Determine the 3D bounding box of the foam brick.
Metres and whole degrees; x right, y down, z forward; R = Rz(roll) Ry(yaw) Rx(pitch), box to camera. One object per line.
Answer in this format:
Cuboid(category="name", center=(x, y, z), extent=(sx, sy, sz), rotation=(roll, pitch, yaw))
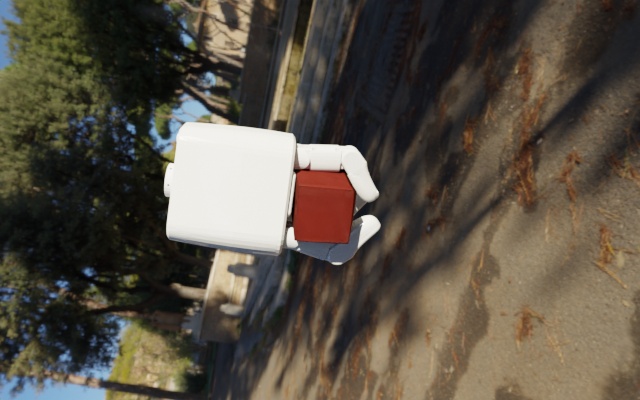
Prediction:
Cuboid(category="foam brick", center=(0.000, 0.001, 0.451), extent=(0.051, 0.053, 0.078), rotation=(4, 18, -7))
